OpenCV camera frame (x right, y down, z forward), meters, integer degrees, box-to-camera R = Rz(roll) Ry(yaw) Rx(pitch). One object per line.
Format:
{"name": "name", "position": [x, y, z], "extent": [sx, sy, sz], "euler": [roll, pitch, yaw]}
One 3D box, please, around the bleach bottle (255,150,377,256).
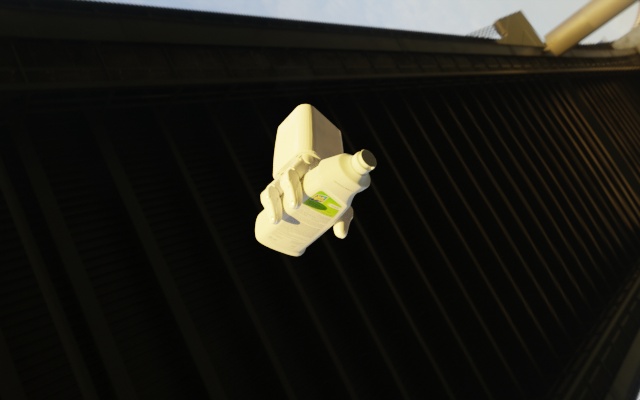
{"name": "bleach bottle", "position": [0.000, 0.002, 0.743], "extent": [0.102, 0.068, 0.251], "euler": [23, -40, -28]}
